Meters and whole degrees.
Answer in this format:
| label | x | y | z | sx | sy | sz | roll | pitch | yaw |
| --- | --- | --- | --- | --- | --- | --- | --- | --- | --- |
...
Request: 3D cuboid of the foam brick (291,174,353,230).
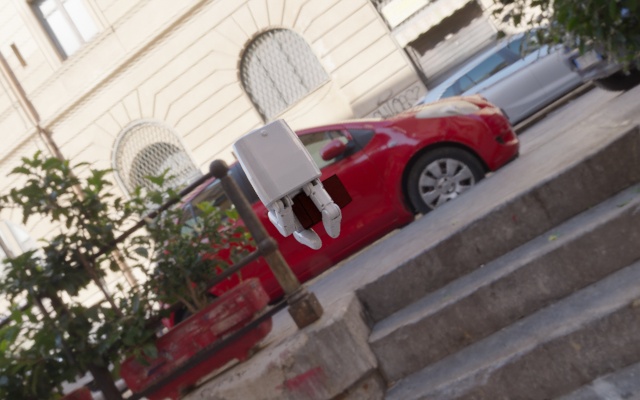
| label | x | y | z | sx | sy | sz | roll | pitch | yaw |
| --- | --- | --- | --- | --- | --- | --- | --- | --- | --- |
| foam brick | 0.000 | 0.002 | 0.745 | 0.078 | 0.051 | 0.053 | -31 | -4 | -22 |
